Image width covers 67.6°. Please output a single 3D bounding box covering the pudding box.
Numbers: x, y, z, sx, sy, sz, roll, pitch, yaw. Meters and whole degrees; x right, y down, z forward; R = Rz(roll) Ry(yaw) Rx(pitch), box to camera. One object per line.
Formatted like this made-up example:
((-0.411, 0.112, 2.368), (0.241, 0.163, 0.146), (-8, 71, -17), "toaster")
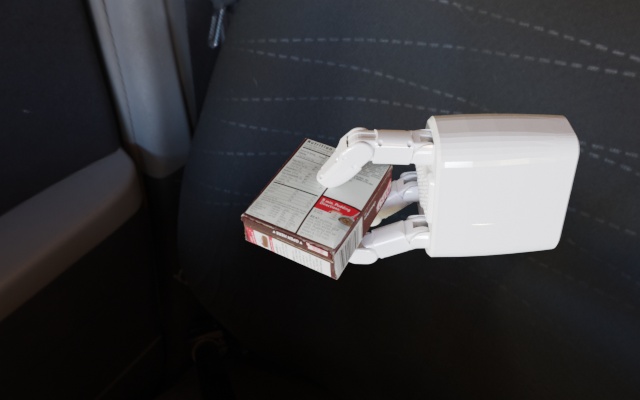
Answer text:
((0.000, 0.001, 0.415), (0.090, 0.039, 0.113), (20, 50, 21), "pudding box")
